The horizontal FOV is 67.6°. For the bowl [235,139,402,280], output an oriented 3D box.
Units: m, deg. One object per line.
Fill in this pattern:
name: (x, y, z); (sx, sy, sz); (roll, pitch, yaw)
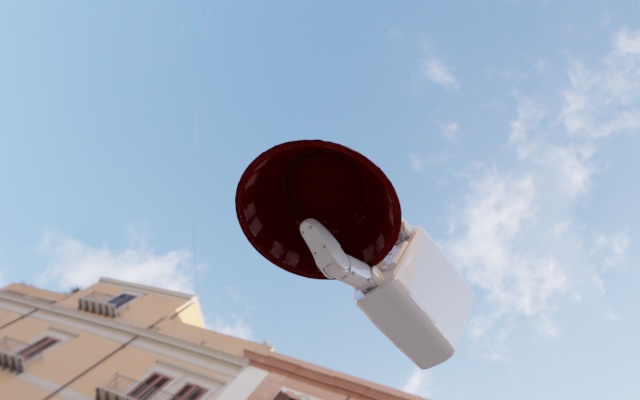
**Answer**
bowl: (-0.001, 0.000, 0.476); (0.162, 0.162, 0.055); (0, 33, 11)
